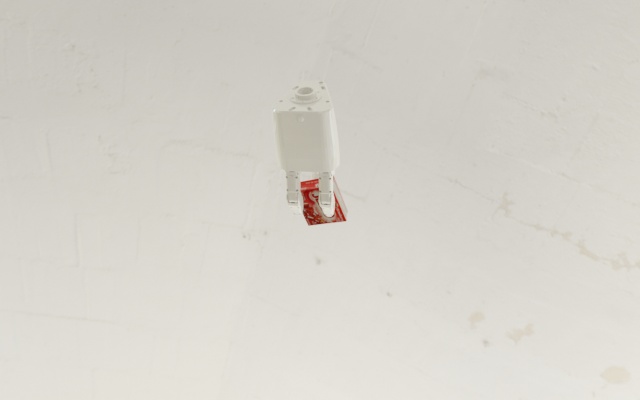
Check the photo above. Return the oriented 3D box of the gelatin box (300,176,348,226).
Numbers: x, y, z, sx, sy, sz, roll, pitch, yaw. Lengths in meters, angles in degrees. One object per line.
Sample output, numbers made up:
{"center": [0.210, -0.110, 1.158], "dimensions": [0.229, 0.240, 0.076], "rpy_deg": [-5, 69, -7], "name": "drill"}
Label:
{"center": [0.000, 0.003, 0.832], "dimensions": [0.073, 0.030, 0.089], "rpy_deg": [-8, -47, 18], "name": "gelatin box"}
